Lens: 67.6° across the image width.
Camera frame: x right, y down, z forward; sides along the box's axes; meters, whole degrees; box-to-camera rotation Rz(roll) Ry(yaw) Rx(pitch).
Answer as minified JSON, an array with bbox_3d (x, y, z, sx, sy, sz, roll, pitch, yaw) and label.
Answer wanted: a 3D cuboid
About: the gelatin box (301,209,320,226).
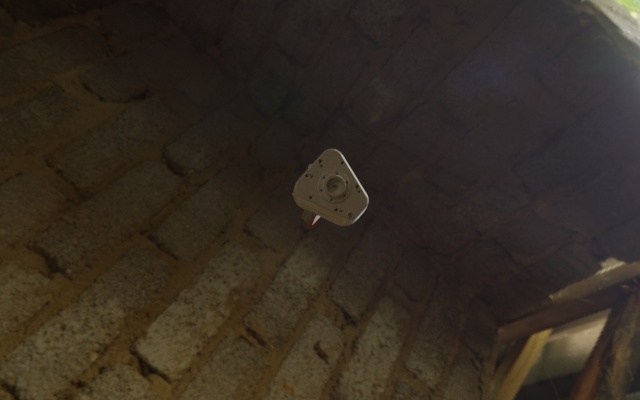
[{"bbox_3d":[0.000,0.003,0.895,0.030,0.073,0.089,40,-19,7],"label":"gelatin box"}]
